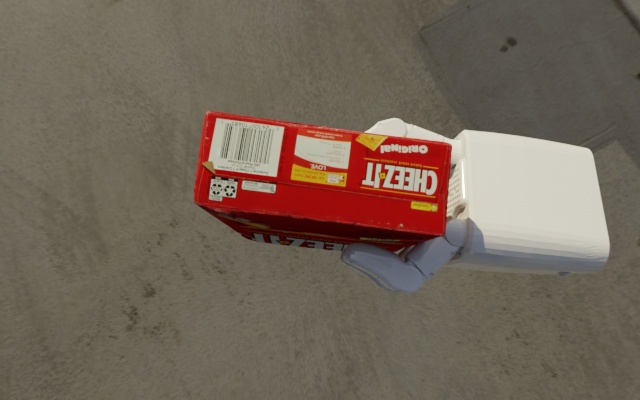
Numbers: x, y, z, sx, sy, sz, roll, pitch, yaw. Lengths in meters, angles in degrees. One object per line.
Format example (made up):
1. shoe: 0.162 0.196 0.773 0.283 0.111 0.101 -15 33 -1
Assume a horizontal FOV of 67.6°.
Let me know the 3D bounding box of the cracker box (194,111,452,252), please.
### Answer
1. cracker box: 0.000 0.001 0.406 0.164 0.072 0.214 7 -10 0
